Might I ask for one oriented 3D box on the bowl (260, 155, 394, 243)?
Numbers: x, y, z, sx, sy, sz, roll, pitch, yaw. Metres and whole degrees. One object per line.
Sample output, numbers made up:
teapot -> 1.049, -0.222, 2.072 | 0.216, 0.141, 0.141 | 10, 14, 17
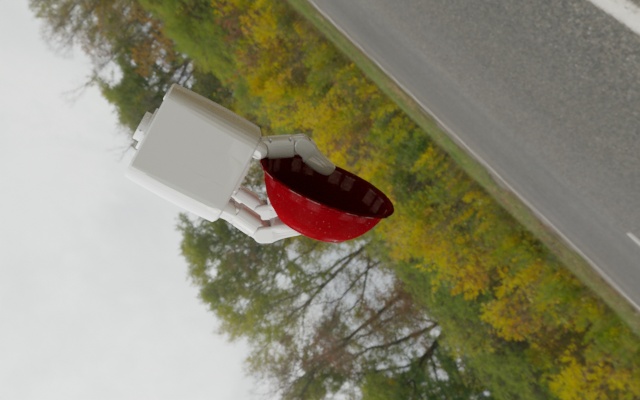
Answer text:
bowl -> 0.001, 0.003, 0.550 | 0.162, 0.055, 0.162 | 19, 19, -7
